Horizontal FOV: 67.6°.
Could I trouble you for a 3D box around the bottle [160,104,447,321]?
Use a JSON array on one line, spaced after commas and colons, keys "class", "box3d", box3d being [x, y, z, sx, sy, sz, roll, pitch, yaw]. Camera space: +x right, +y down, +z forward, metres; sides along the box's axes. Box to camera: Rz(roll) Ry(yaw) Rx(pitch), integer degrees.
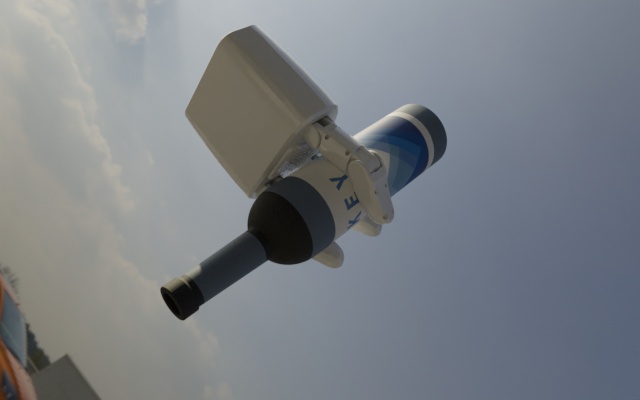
[{"class": "bottle", "box3d": [0.000, 0.001, 0.403, 0.295, 0.069, 0.069, -34, 21, -34]}]
